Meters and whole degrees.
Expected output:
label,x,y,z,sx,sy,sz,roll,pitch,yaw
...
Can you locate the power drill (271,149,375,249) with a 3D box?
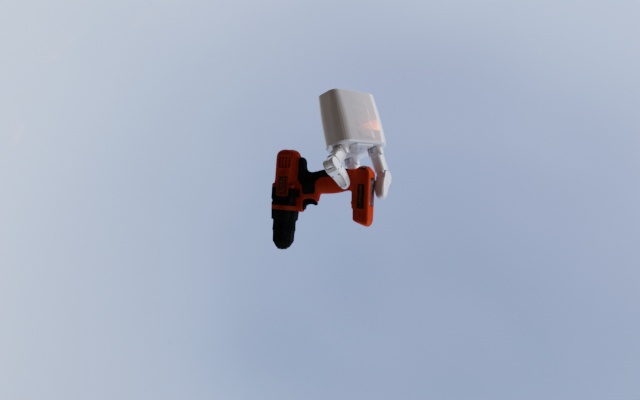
label,x,y,z,sx,sy,sz,roll,pitch,yaw
power drill,0.001,0.003,0.858,0.187,0.184,0.057,4,3,16
